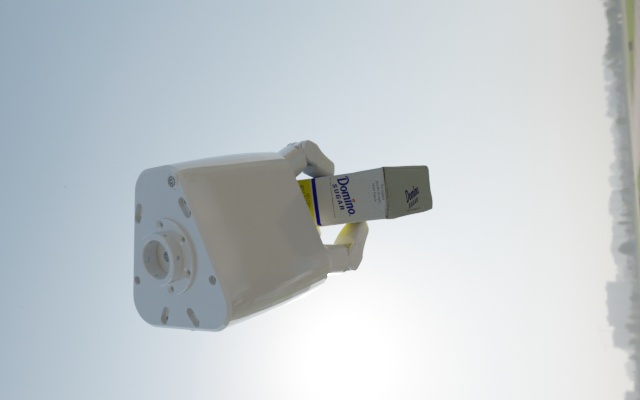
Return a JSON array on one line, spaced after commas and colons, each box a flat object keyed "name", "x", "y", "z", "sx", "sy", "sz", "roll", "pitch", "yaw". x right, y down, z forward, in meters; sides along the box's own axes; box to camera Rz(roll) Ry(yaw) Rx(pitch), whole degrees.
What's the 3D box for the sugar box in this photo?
[{"name": "sugar box", "x": 0.000, "y": 0.002, "z": 0.427, "sx": 0.176, "sy": 0.048, "sz": 0.093, "roll": -5, "pitch": 2, "yaw": 34}]
